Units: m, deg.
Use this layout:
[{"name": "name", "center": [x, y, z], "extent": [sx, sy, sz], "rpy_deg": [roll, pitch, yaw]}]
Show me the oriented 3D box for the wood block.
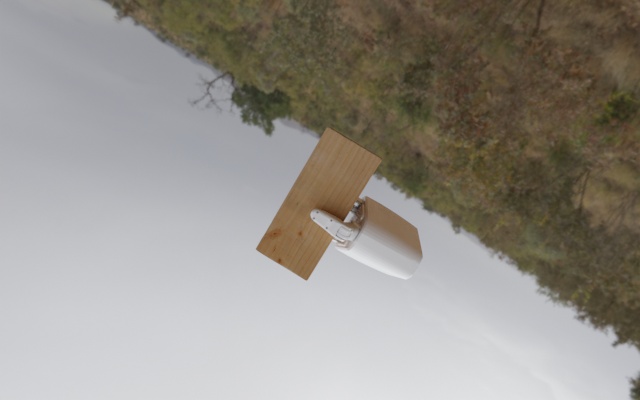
[{"name": "wood block", "center": [0.000, 0.003, 0.716], "extent": [0.090, 0.206, 0.091], "rpy_deg": [31, 8, 3]}]
